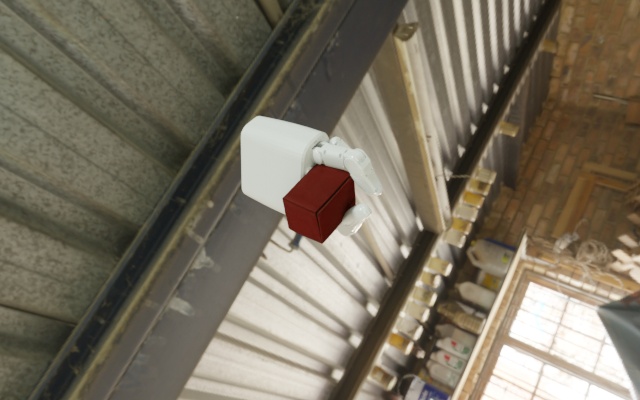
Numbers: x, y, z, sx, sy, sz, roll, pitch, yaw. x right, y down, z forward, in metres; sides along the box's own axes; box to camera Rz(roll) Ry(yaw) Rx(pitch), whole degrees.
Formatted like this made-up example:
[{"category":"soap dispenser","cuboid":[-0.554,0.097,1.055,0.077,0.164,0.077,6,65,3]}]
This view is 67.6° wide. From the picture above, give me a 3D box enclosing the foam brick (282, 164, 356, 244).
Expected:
[{"category":"foam brick","cuboid":[0.000,0.002,0.565,0.051,0.053,0.078,21,50,28]}]
